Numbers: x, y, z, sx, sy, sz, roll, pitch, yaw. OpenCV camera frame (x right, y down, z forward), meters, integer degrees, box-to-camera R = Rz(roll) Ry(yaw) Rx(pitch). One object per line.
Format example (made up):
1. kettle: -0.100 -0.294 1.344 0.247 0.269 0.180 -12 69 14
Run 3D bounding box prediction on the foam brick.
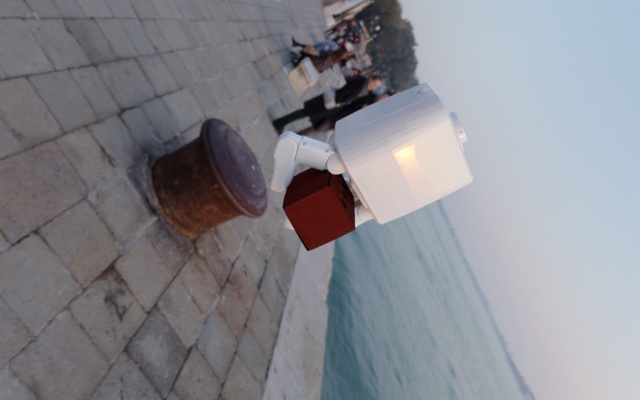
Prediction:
1. foam brick: 0.000 0.002 0.469 0.051 0.053 0.078 -24 22 13
